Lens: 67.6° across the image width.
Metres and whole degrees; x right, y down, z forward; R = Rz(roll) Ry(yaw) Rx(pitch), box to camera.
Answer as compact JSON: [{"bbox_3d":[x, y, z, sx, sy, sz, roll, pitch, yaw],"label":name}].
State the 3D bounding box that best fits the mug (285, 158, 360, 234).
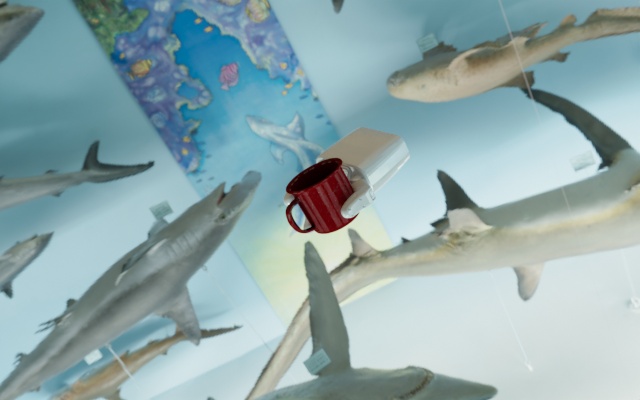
[{"bbox_3d":[-0.001,0.003,0.701,0.117,0.081,0.093,-40,23,-26],"label":"mug"}]
